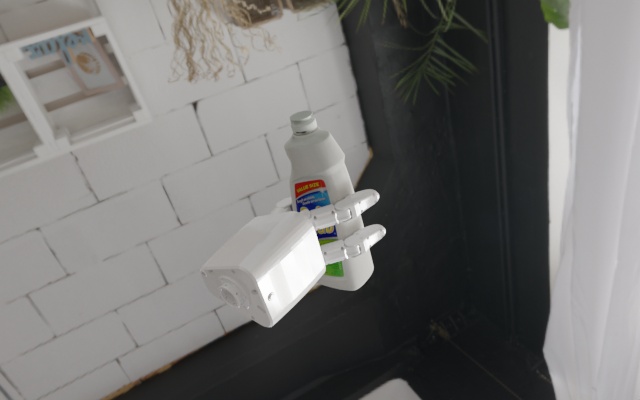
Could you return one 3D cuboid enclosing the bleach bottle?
[{"bbox_3d":[0.000,0.002,0.635,0.102,0.251,0.068,9,38,37],"label":"bleach bottle"}]
